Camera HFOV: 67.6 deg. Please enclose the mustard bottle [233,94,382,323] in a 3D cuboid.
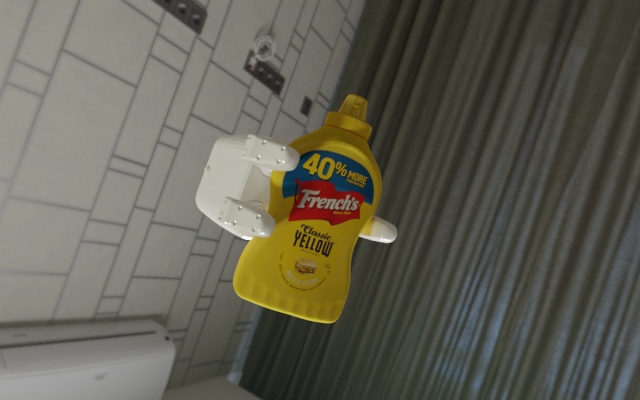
[{"bbox_3d":[0.000,0.002,0.412,0.096,0.191,0.058,20,-1,-13],"label":"mustard bottle"}]
